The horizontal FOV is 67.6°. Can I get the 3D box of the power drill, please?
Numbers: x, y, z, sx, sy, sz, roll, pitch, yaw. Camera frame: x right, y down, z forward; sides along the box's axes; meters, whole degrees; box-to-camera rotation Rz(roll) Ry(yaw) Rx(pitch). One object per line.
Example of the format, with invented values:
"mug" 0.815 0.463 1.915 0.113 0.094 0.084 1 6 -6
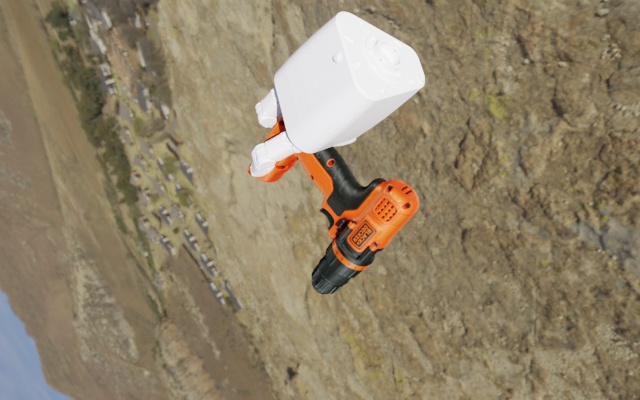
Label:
"power drill" 0.000 0.001 0.569 0.184 0.187 0.057 -51 -13 31
